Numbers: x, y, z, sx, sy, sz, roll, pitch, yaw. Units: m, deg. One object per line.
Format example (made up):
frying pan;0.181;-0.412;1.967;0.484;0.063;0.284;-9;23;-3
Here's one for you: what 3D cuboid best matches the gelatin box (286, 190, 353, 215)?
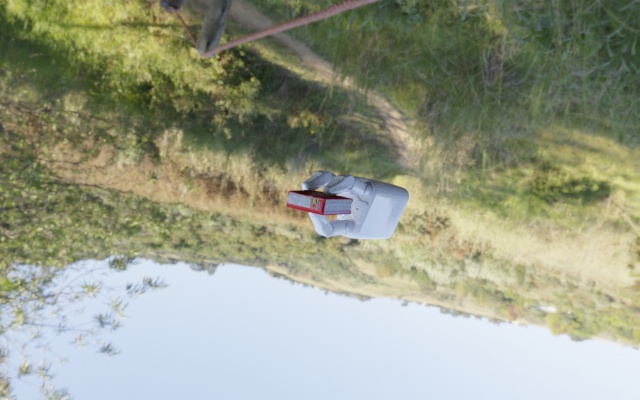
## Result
gelatin box;0.000;0.003;0.783;0.073;0.030;0.089;13;8;33
